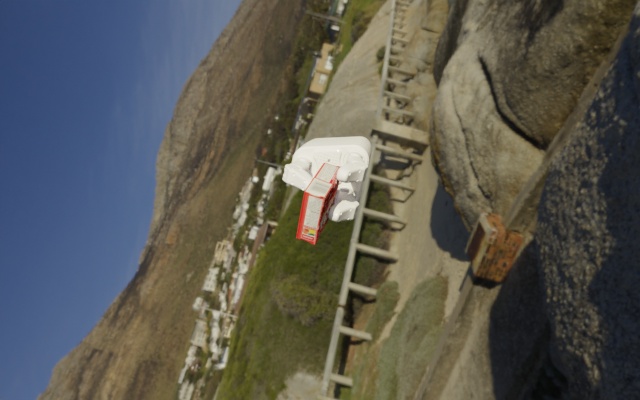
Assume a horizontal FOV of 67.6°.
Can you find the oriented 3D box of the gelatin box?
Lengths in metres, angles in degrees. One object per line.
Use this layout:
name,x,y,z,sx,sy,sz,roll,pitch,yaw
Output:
gelatin box,0.000,0.002,0.622,0.030,0.073,0.089,18,33,9
